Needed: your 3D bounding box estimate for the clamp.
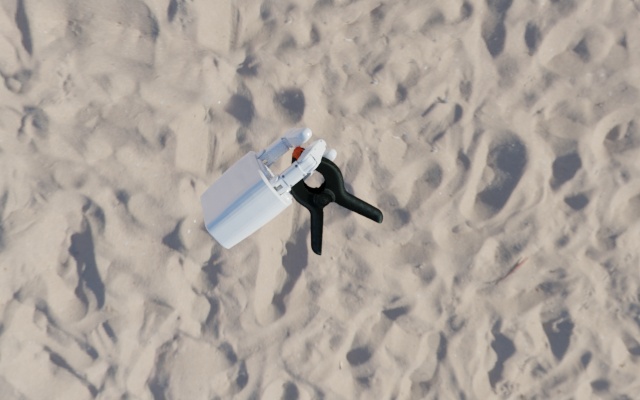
[{"bbox_3d":[0.000,0.002,0.704,0.120,0.171,0.039,-39,18,6],"label":"clamp"}]
